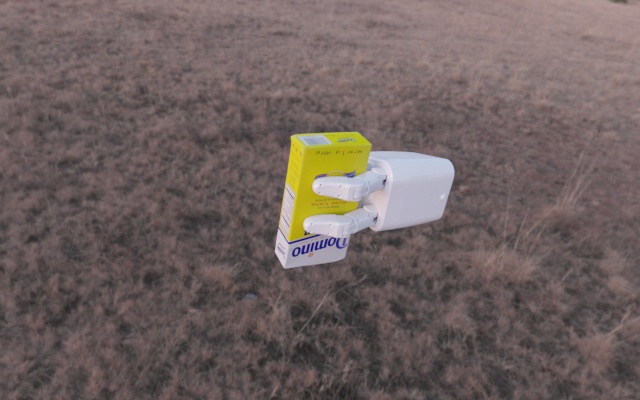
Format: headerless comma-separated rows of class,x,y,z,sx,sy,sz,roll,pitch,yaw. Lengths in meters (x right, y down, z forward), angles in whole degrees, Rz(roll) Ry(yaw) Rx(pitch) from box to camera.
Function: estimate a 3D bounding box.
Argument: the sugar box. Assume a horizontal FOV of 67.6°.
sugar box,0.000,0.002,0.608,0.093,0.176,0.048,-6,31,-25
